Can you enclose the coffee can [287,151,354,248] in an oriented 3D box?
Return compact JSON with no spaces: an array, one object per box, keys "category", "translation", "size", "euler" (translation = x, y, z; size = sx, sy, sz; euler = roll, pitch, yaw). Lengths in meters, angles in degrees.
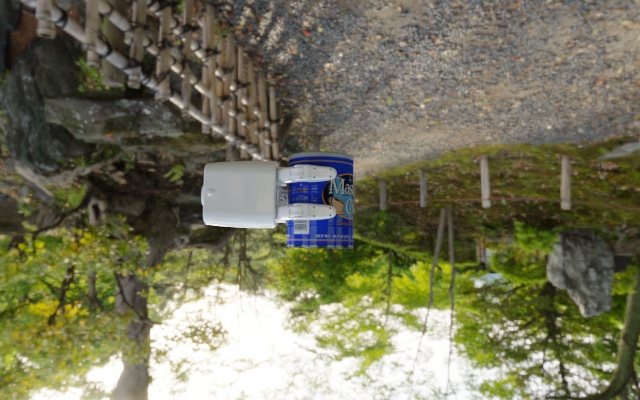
[{"category":"coffee can","translation":[0.000,0.002,0.736],"size":[0.103,0.140,0.103],"euler":[1,-5,0]}]
